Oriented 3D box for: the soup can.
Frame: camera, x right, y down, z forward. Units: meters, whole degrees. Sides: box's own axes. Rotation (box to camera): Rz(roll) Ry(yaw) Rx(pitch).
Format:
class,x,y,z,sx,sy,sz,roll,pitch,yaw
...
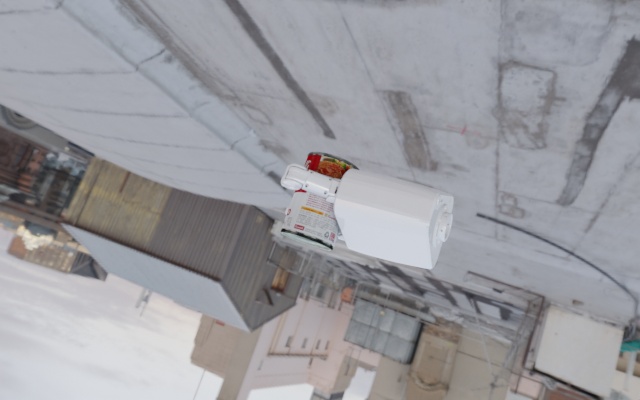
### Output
class,x,y,z,sx,sy,sz,roll,pitch,yaw
soup can,0.000,0.002,0.573,0.068,0.102,0.068,19,-11,4
